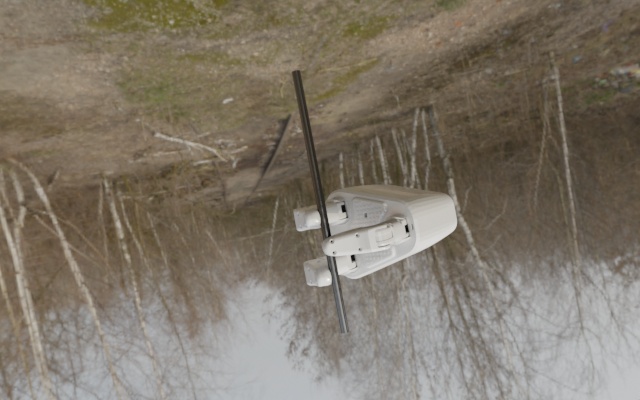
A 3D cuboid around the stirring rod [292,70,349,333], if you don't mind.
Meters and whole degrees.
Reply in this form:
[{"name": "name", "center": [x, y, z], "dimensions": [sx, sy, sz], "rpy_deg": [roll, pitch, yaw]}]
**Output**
[{"name": "stirring rod", "center": [0.000, 0.001, 0.433], "dimensions": [0.011, 0.239, 0.011], "rpy_deg": [-11, 1, 0]}]
